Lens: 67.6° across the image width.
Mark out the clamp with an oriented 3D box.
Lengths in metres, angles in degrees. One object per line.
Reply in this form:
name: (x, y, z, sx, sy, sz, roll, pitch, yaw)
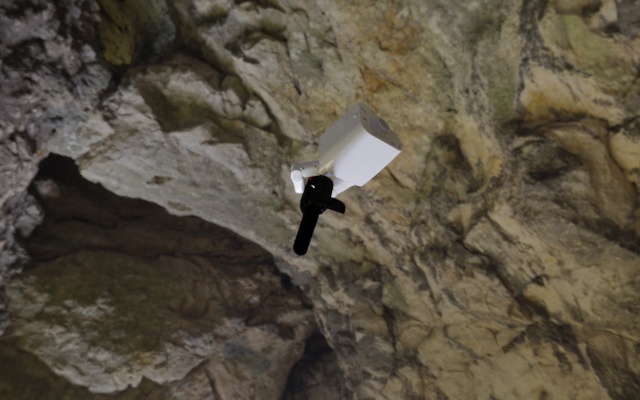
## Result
clamp: (0.001, 0.003, 0.811, 0.039, 0.171, 0.120, 36, -56, -27)
